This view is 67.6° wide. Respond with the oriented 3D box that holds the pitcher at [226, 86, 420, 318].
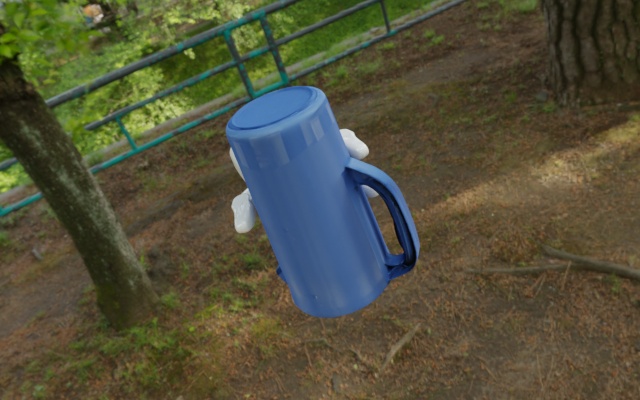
[{"bbox_3d":[0.000,0.002,0.532,0.149,0.243,0.145,-29,32,-13],"label":"pitcher"}]
